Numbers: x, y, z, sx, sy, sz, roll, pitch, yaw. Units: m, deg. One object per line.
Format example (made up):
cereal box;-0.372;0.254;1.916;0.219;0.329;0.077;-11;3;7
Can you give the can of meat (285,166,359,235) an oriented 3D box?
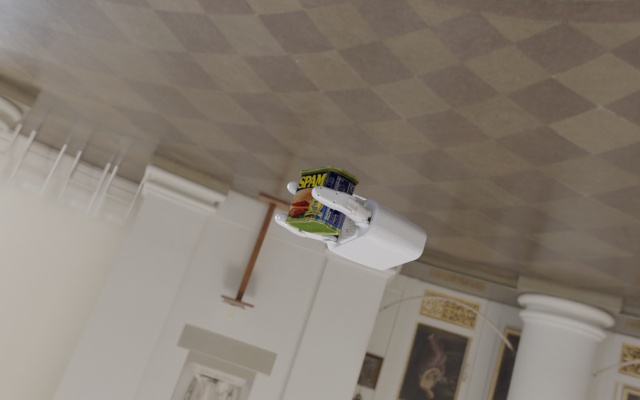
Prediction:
can of meat;0.000;0.003;0.697;0.057;0.084;0.102;27;-17;-30
